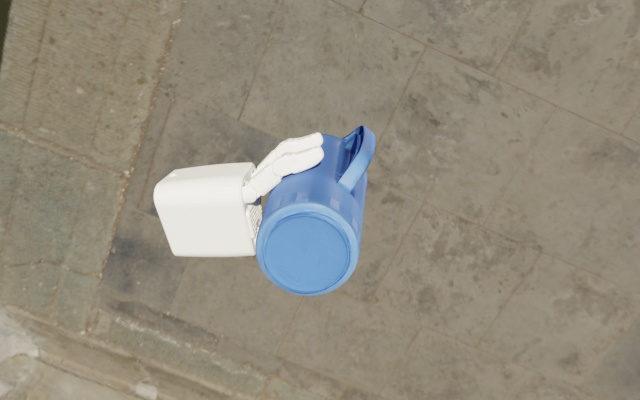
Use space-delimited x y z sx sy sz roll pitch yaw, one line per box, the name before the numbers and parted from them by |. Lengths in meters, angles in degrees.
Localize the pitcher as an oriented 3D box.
pitcher | 0.000 0.002 0.588 0.145 0.149 0.242 -3 21 5
